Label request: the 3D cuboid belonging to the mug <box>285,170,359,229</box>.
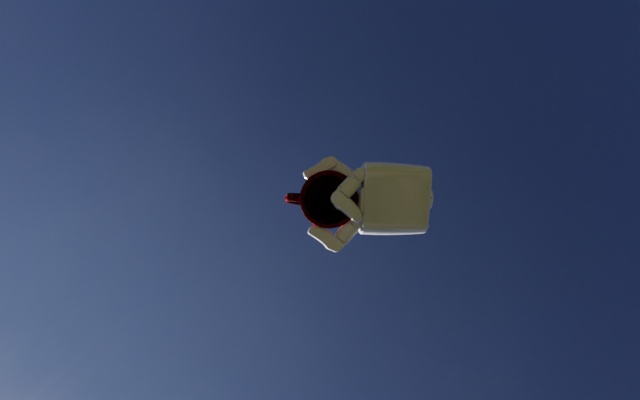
[{"bbox_3d":[-0.001,0.003,0.789,0.117,0.093,0.081,3,-8,-2],"label":"mug"}]
